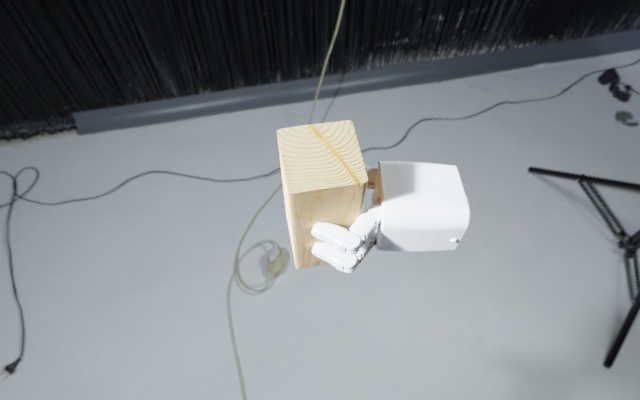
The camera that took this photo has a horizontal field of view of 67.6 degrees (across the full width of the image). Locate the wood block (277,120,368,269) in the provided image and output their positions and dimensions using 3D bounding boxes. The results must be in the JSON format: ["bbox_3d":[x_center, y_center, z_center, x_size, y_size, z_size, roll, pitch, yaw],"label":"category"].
[{"bbox_3d":[0.000,0.002,0.614,0.090,0.090,0.206,-8,-30,-6],"label":"wood block"}]
